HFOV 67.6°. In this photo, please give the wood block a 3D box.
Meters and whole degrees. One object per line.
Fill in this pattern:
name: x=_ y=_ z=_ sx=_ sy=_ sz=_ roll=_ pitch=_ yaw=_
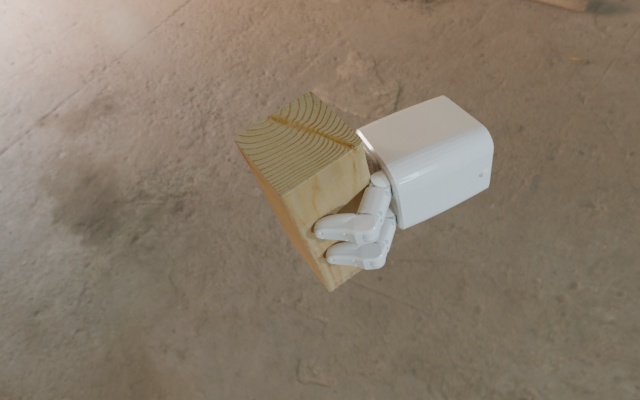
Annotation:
wood block: x=0.000 y=0.001 z=0.509 sx=0.090 sy=0.090 sz=0.206 roll=-34 pitch=-35 yaw=-9
